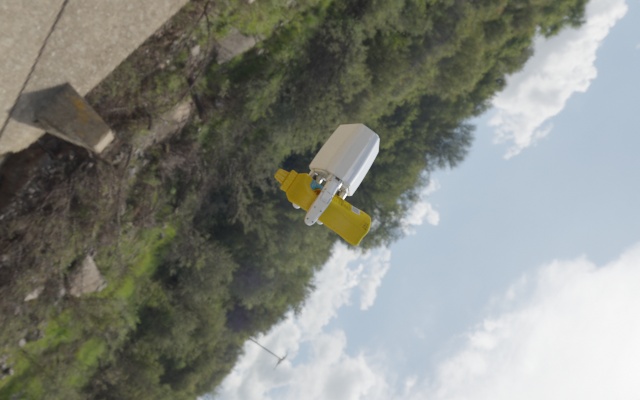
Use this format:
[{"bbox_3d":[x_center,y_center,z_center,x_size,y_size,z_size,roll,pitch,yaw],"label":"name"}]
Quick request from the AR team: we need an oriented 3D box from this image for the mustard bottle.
[{"bbox_3d":[0.000,0.003,0.868,0.191,0.058,0.096,35,17,-5],"label":"mustard bottle"}]
